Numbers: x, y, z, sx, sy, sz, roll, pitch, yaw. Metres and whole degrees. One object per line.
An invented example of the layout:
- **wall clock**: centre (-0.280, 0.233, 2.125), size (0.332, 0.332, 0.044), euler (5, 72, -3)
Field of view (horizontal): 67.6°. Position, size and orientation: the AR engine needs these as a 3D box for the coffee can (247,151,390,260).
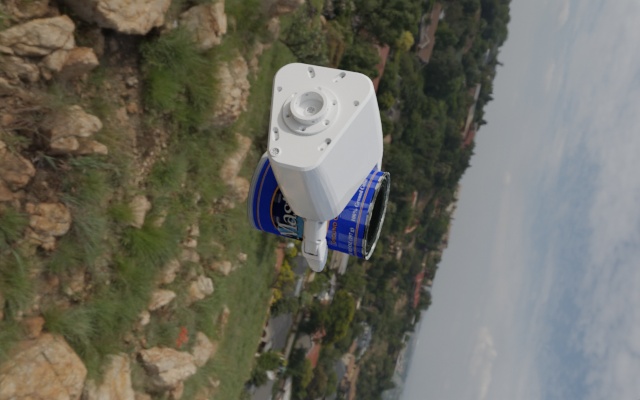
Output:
- **coffee can**: centre (0.000, 0.002, 0.559), size (0.140, 0.103, 0.103), euler (14, 4, 16)
